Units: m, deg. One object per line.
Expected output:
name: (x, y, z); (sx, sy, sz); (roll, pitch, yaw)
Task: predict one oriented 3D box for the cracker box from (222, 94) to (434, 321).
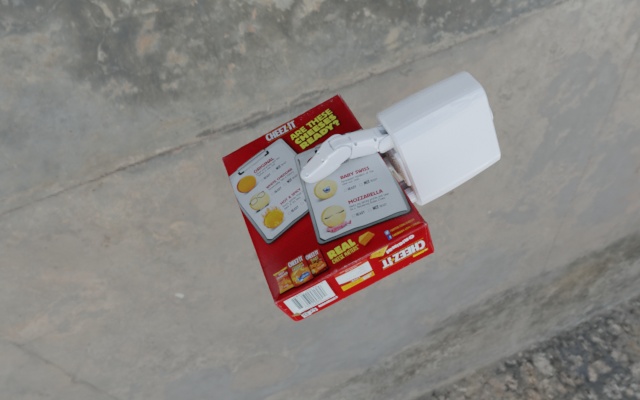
cracker box: (0.000, 0.002, 0.531); (0.164, 0.213, 0.072); (-28, -38, 1)
